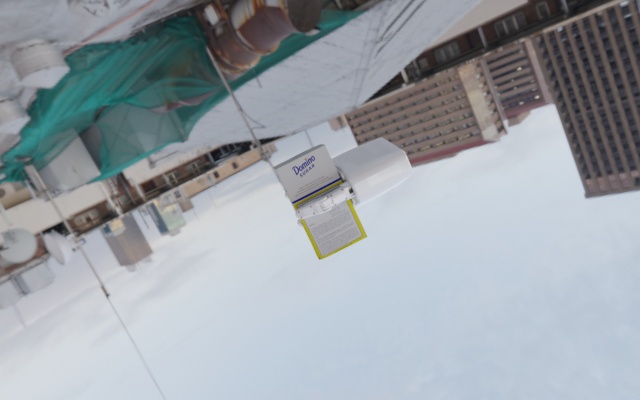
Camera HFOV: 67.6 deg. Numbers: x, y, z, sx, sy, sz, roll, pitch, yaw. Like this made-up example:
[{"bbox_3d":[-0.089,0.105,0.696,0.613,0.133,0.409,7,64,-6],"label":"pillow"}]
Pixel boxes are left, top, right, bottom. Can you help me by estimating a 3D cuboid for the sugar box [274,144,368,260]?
[{"bbox_3d":[0.000,0.003,0.807,0.093,0.176,0.048,-26,11,-6],"label":"sugar box"}]
